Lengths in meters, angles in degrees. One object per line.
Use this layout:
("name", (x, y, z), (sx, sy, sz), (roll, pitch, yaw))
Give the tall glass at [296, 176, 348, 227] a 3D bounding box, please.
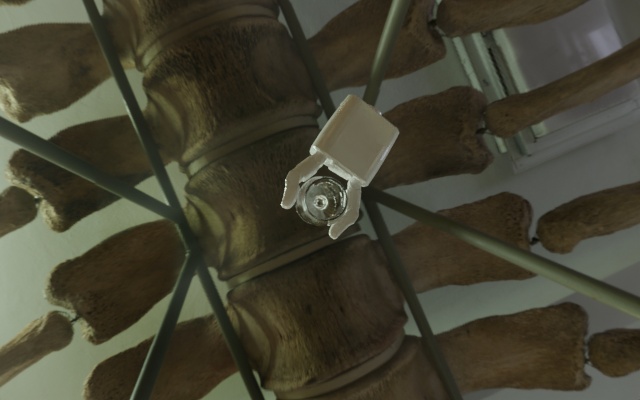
("tall glass", (0.000, 0.003, 0.774), (0.079, 0.079, 0.201), (0, -2, -4))
